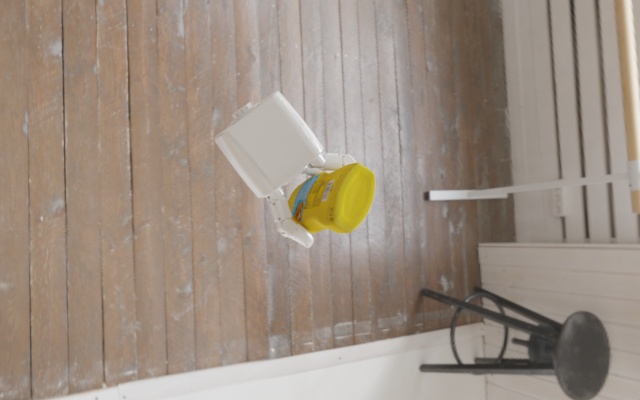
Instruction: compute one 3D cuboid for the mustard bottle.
[{"bbox_3d":[0.000,0.003,0.712,0.058,0.096,0.191,29,-18,-25],"label":"mustard bottle"}]
